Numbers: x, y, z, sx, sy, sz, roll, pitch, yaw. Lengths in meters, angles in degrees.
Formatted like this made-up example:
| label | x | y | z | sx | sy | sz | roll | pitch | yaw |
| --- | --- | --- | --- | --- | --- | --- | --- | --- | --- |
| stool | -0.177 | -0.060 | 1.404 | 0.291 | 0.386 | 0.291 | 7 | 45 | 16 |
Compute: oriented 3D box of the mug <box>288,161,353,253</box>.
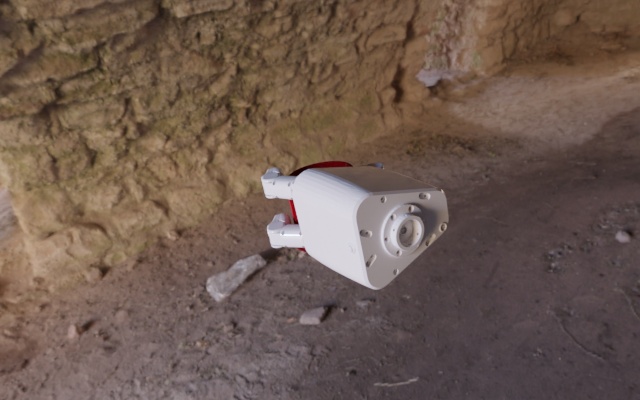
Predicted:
| label | x | y | z | sx | sy | sz | roll | pitch | yaw |
| --- | --- | --- | --- | --- | --- | --- | --- | --- | --- |
| mug | -0.001 | 0.001 | 0.565 | 0.093 | 0.081 | 0.117 | -23 | 24 | -26 |
